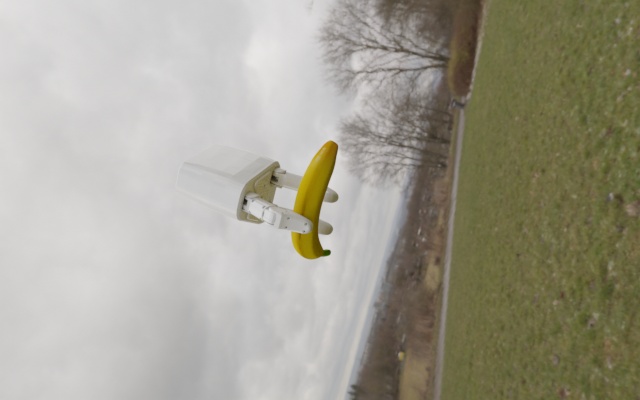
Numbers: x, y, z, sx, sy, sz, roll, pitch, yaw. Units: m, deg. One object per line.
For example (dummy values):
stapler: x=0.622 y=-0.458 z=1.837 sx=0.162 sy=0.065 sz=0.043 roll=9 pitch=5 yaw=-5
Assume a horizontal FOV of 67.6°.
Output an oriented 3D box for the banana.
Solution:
banana: x=-0.010 y=0.014 z=0.641 sx=0.037 sy=0.198 sz=0.069 roll=25 pitch=42 yaw=24
